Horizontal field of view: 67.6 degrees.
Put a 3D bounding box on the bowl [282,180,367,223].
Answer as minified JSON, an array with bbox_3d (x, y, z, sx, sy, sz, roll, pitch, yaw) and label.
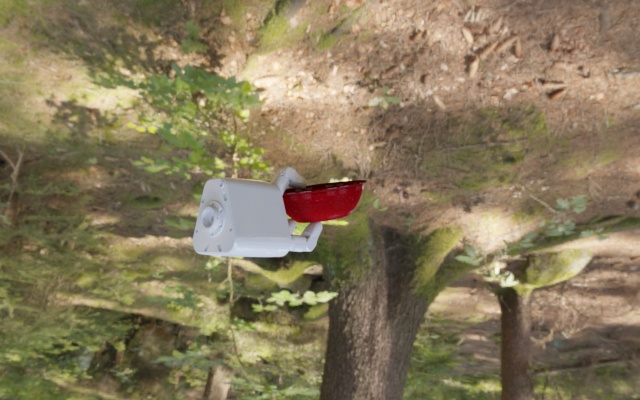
[{"bbox_3d":[0.001,0.003,0.798,0.162,0.055,0.162,-8,5,1],"label":"bowl"}]
